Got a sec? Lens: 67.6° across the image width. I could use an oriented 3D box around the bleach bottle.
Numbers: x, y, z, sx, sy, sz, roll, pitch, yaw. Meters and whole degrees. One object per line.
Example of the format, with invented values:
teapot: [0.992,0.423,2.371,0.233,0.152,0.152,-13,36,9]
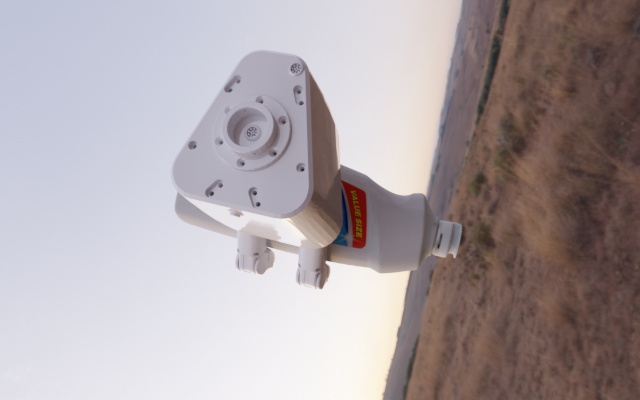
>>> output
bleach bottle: [0.000,0.002,0.435,0.251,0.102,0.068,12,-11,13]
